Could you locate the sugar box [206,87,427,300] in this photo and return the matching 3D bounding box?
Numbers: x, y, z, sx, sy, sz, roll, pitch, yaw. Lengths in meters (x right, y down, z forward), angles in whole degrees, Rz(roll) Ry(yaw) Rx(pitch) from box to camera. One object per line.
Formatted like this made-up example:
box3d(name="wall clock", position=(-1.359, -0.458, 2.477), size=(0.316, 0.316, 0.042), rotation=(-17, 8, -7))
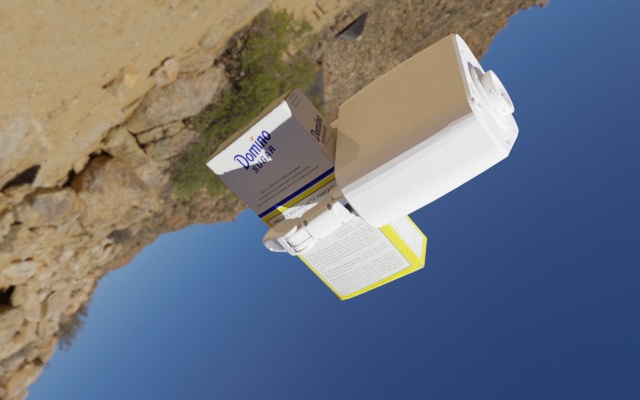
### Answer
box3d(name="sugar box", position=(0.000, 0.001, 0.402), size=(0.093, 0.176, 0.048), rotation=(-30, 19, 32))
